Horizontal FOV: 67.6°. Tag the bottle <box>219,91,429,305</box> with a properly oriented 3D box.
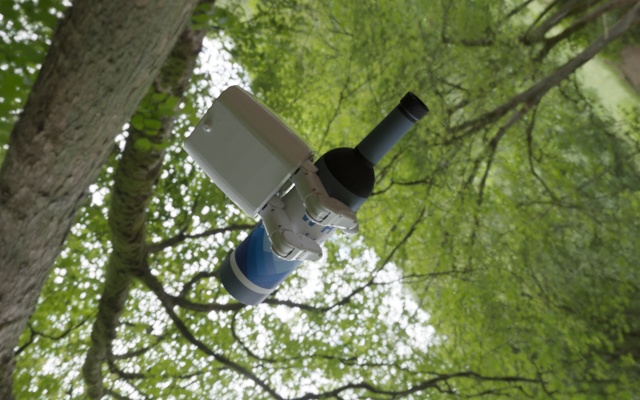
[{"bbox_3d":[0.000,0.002,0.514,0.296,0.069,0.069,-46,-23,24],"label":"bottle"}]
